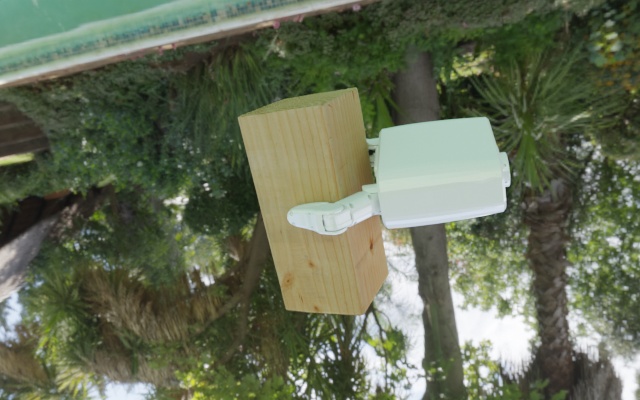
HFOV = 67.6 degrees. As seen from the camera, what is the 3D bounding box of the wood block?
[{"bbox_3d":[0.000,0.002,0.483,0.090,0.206,0.090,-2,20,27],"label":"wood block"}]
